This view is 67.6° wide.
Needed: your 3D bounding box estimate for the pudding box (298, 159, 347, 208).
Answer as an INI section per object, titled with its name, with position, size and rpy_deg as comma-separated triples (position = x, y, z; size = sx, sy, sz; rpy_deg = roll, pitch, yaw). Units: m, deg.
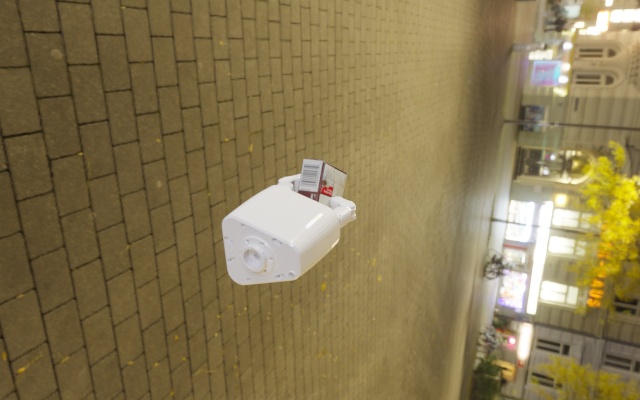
[pudding box]
position = 0.000, 0.002, 0.711
size = 0.039, 0.113, 0.090
rpy_deg = 9, -5, 25
